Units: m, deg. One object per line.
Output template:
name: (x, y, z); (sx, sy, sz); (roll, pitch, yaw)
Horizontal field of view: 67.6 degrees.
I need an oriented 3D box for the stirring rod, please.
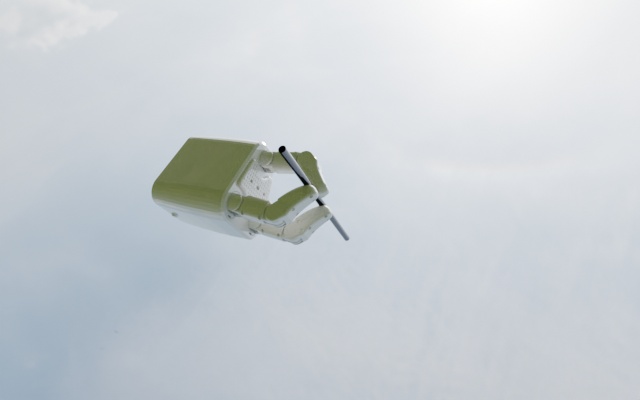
stirring rod: (0.000, 0.002, 0.548); (0.011, 0.011, 0.240); (0, -24, 19)
